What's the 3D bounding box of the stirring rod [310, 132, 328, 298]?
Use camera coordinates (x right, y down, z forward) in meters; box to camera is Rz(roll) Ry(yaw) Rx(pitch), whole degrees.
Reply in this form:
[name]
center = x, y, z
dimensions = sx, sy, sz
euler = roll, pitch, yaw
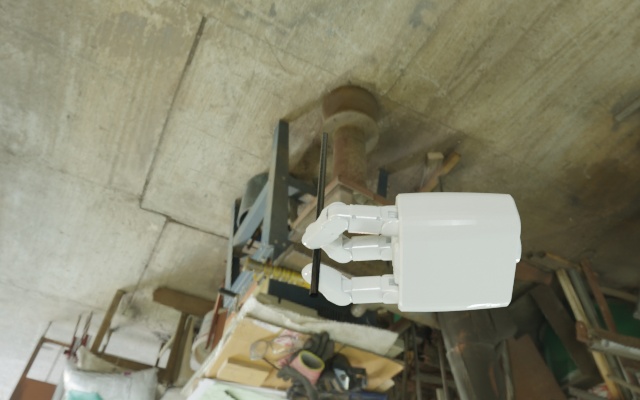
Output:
[stirring rod]
center = 0.000, 0.002, 0.517
dimensions = 0.011, 0.011, 0.239
euler = 2, 45, 2
